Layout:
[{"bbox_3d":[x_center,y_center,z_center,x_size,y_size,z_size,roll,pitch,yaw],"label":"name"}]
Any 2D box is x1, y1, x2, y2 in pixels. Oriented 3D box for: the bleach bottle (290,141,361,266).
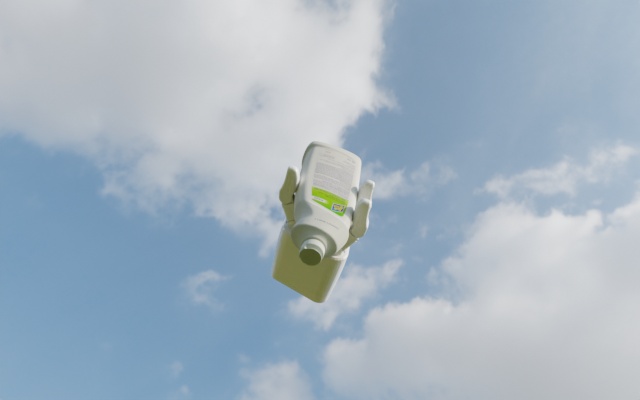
[{"bbox_3d":[0.000,0.002,0.704,0.102,0.068,0.250,18,34,-1],"label":"bleach bottle"}]
